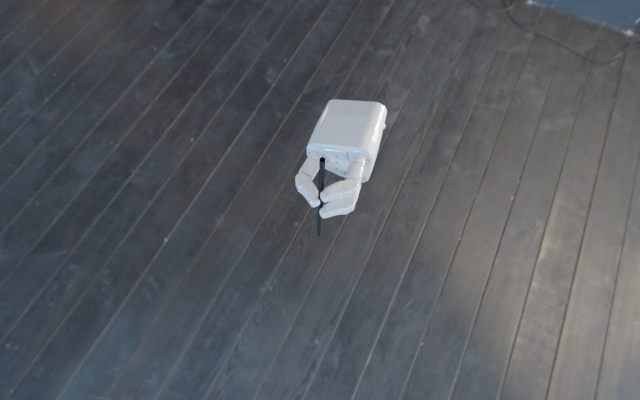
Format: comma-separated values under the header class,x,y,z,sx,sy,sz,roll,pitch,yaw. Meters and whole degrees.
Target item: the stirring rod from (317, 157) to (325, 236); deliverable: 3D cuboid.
class,x,y,z,sx,sy,sz,roll,pitch,yaw
stirring rod,0.000,0.002,0.750,0.011,0.011,0.240,0,-29,-1
